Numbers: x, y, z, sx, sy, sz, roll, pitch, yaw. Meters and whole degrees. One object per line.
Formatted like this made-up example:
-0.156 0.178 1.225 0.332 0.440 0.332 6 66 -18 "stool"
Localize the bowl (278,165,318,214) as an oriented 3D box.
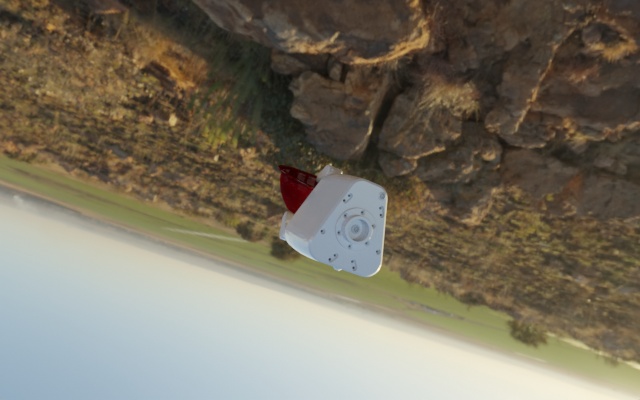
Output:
0.000 0.003 0.730 0.162 0.055 0.162 23 9 -4 "bowl"
